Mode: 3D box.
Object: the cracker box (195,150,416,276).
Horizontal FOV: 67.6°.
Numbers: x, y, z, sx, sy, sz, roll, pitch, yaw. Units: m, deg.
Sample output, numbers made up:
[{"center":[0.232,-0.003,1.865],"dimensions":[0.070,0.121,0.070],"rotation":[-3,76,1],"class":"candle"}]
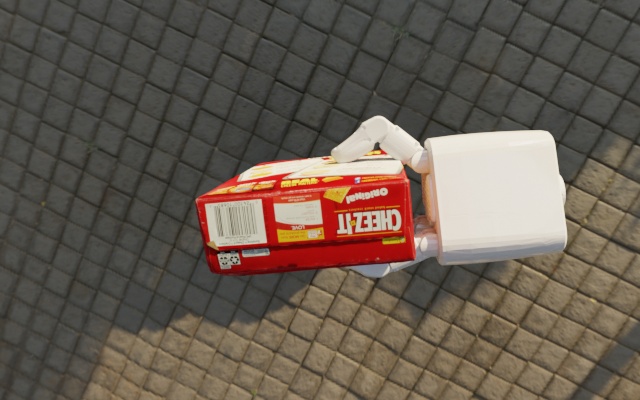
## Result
[{"center":[0.000,0.001,0.458],"dimensions":[0.164,0.072,0.213],"rotation":[-6,11,8],"class":"cracker box"}]
